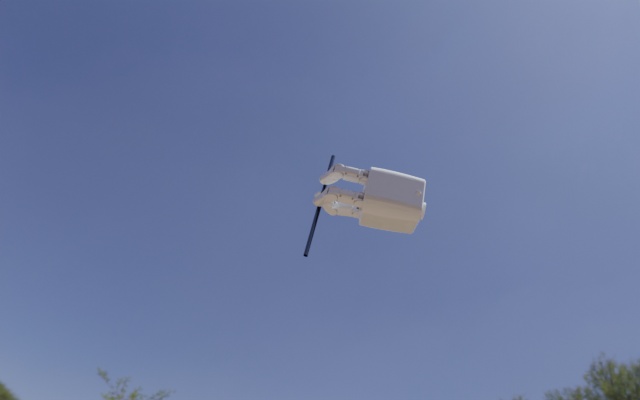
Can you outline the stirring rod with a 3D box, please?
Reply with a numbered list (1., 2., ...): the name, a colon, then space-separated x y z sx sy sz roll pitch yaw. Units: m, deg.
1. stirring rod: 0.000 0.003 0.898 0.011 0.239 0.011 10 -37 8
